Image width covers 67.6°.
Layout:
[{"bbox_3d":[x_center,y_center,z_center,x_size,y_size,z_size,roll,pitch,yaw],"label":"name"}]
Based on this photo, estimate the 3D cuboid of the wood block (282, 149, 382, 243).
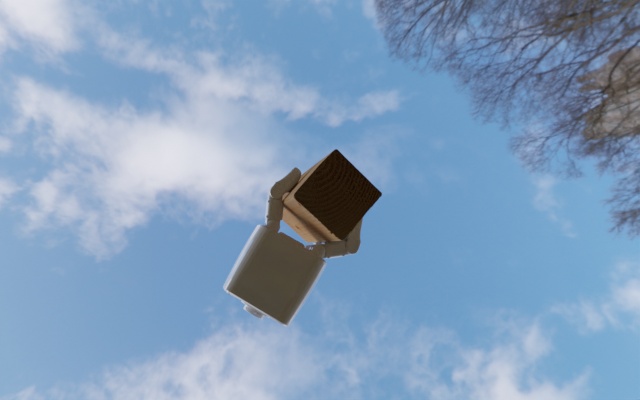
[{"bbox_3d":[0.000,0.002,0.722,0.091,0.090,0.206,43,-14,-6],"label":"wood block"}]
